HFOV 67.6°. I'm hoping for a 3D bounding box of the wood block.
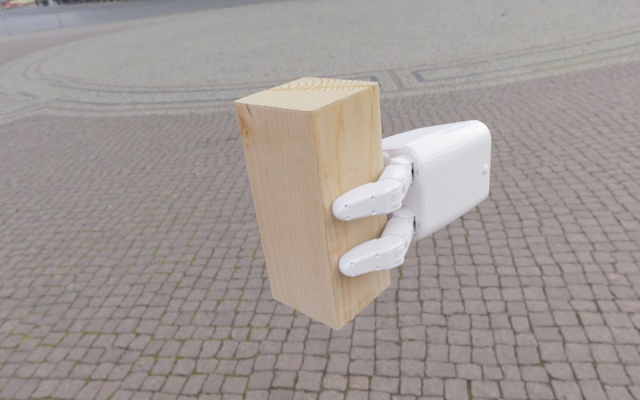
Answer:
[{"bbox_3d":[0.000,0.001,0.442,0.091,0.206,0.090,16,35,40],"label":"wood block"}]
